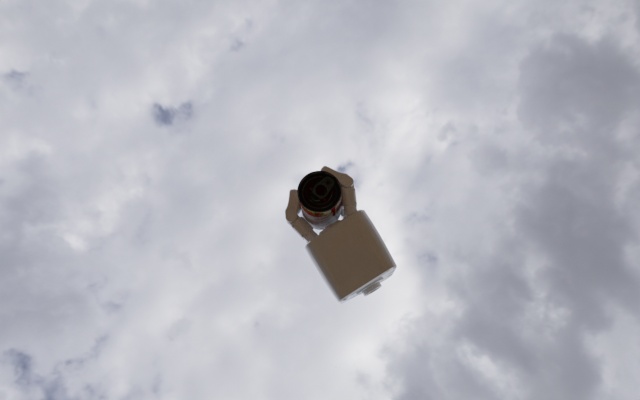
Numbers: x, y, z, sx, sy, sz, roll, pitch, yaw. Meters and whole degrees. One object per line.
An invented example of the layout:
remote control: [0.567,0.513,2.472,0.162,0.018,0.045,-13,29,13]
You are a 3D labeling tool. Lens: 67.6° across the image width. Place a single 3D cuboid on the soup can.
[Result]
soup can: [0.000,0.002,0.769,0.068,0.068,0.102,0,-19,2]
